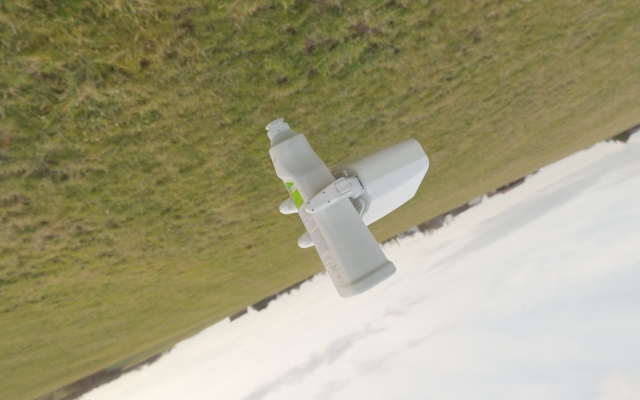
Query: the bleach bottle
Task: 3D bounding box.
[{"bbox_3d":[0.000,0.002,0.628,0.068,0.251,0.102,-27,-6,-20],"label":"bleach bottle"}]
